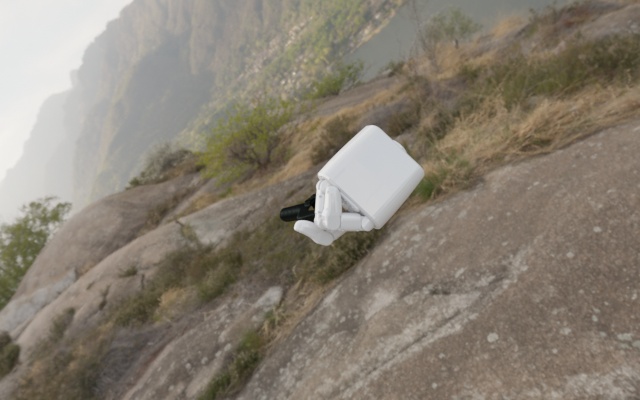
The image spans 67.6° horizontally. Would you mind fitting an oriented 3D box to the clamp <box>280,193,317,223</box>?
[{"bbox_3d":[0.000,0.002,0.777,0.120,0.039,0.171,-44,19,-9],"label":"clamp"}]
